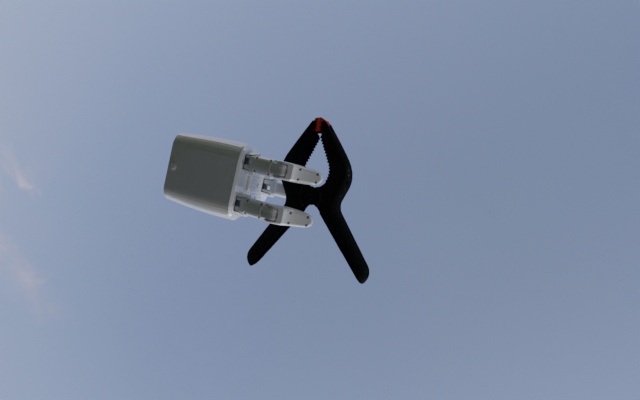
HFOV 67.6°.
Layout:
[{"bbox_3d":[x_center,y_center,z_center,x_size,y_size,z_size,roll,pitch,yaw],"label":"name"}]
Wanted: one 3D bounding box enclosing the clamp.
[{"bbox_3d":[0.000,0.001,0.615,0.164,0.210,0.036,14,4,15],"label":"clamp"}]
